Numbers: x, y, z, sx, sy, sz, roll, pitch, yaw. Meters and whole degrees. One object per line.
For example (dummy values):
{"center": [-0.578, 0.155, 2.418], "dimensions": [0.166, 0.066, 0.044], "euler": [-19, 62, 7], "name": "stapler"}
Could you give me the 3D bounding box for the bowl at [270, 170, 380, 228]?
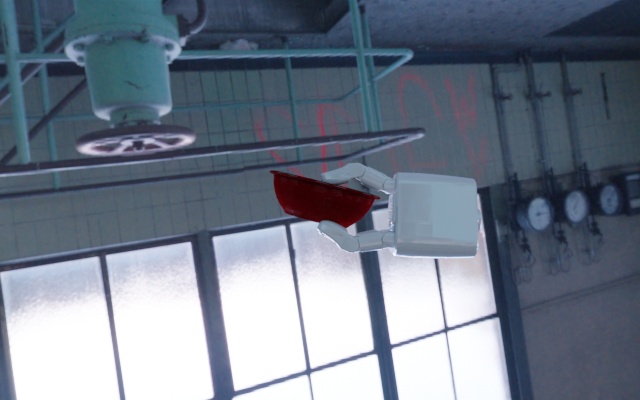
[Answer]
{"center": [-0.001, 0.002, 0.678], "dimensions": [0.162, 0.055, 0.162], "euler": [14, 0, 0], "name": "bowl"}
